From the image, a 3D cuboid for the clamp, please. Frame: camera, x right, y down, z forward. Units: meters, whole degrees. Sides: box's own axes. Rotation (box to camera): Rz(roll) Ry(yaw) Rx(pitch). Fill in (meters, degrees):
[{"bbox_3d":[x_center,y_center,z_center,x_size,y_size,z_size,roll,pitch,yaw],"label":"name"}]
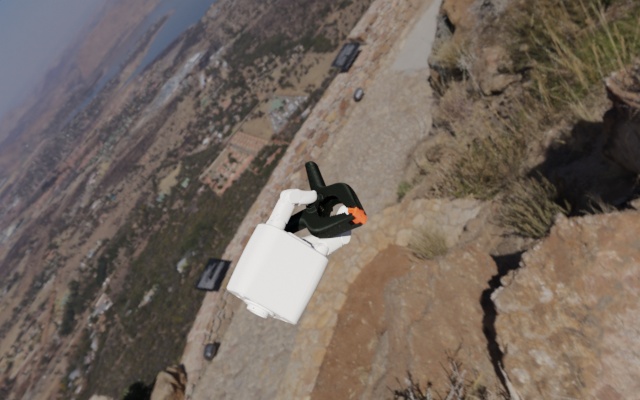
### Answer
[{"bbox_3d":[0.000,0.002,0.757,0.036,0.164,0.210,39,-23,-33],"label":"clamp"}]
